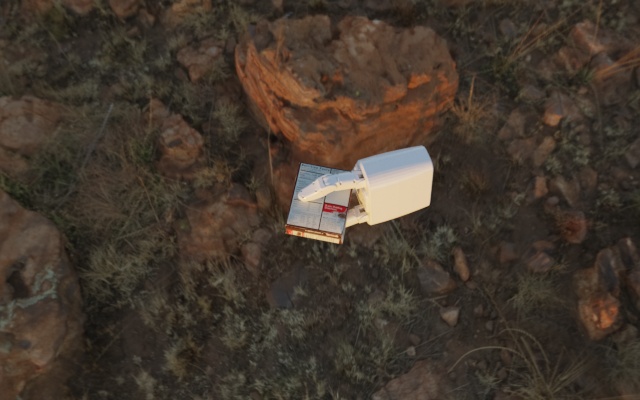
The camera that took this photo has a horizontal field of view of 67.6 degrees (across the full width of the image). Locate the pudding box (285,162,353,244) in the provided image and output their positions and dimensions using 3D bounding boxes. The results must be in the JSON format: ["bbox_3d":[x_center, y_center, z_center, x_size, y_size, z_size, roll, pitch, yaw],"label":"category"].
[{"bbox_3d":[0.000,0.002,0.735,0.090,0.113,0.039,10,-25,5],"label":"pudding box"}]
